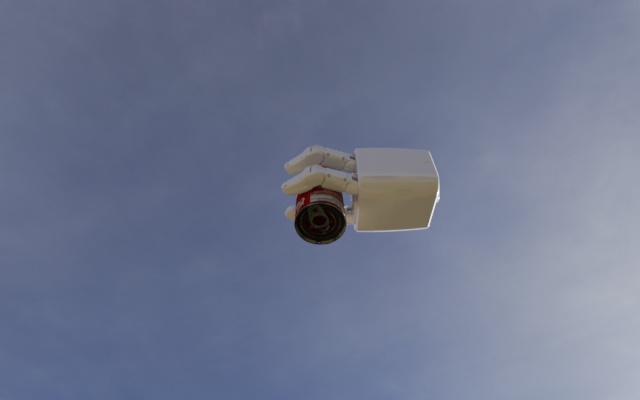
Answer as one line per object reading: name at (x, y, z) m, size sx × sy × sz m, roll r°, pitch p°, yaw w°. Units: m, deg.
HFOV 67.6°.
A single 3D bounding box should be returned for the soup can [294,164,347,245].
soup can at (0.000, 0.002, 0.655) m, size 0.068 × 0.069 × 0.102 m, roll 0°, pitch 35°, yaw 0°
